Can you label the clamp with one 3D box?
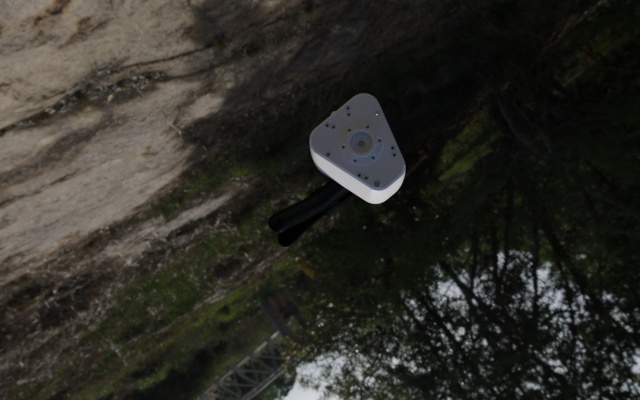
[{"bbox_3d":[0.001,0.003,0.652,0.171,0.039,0.120,-40,-8,0],"label":"clamp"}]
